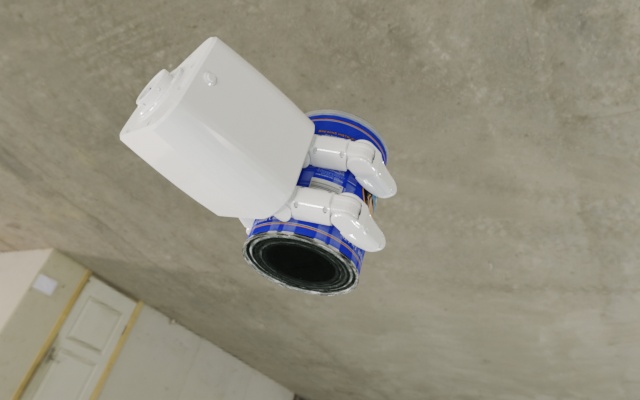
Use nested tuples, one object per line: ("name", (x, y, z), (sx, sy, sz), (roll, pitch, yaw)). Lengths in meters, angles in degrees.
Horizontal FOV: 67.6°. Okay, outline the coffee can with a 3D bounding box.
("coffee can", (0.000, 0.001, 0.441), (0.103, 0.140, 0.103), (12, -34, 8))
